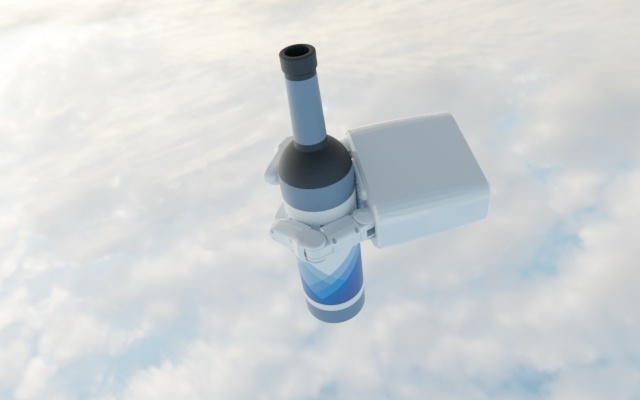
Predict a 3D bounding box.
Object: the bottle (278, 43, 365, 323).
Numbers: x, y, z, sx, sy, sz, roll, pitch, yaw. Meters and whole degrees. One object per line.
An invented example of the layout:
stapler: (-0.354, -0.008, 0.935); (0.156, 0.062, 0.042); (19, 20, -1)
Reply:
bottle: (0.000, 0.002, 0.441); (0.069, 0.296, 0.069); (-5, 42, 4)
